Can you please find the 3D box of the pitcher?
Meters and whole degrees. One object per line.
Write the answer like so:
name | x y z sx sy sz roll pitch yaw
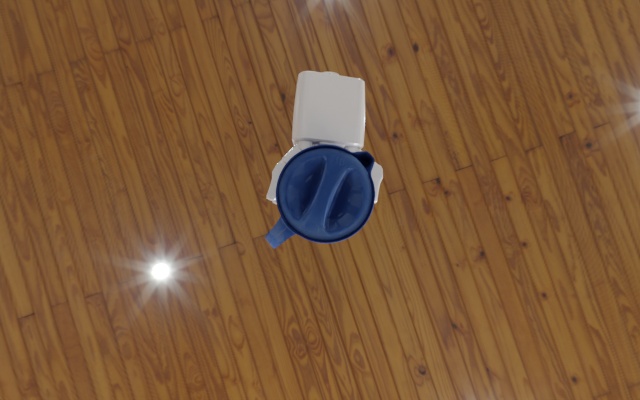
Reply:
pitcher | 0.000 0.002 0.751 0.149 0.145 0.243 3 -3 1
